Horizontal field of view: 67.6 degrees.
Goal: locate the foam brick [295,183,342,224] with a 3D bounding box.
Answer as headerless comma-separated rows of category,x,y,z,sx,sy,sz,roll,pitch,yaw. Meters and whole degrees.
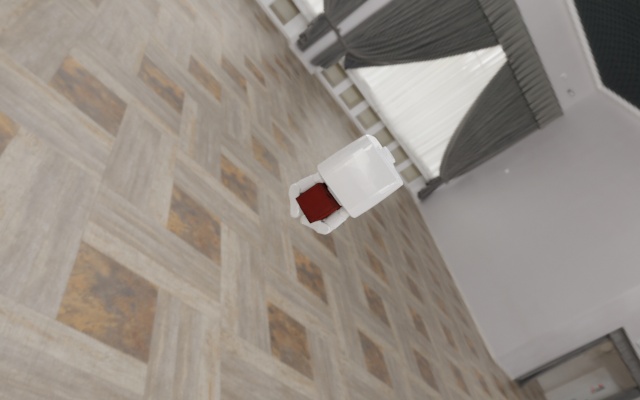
foam brick,0.000,0.003,0.837,0.051,0.053,0.078,-34,-6,16
